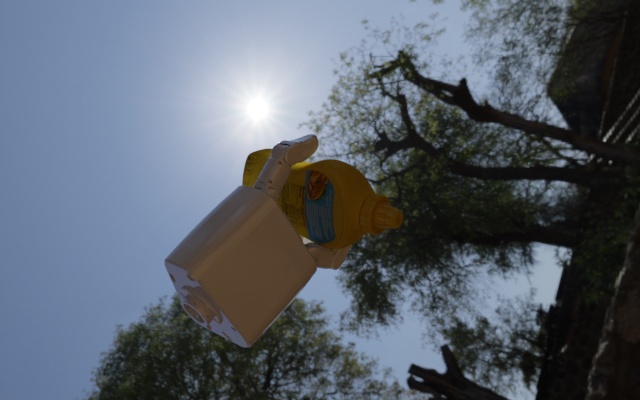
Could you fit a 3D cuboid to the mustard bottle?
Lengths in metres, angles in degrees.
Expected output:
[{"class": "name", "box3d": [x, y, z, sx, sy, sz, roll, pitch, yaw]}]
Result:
[{"class": "mustard bottle", "box3d": [0.000, 0.001, 0.517, 0.191, 0.096, 0.058, 13, 23, 36]}]
